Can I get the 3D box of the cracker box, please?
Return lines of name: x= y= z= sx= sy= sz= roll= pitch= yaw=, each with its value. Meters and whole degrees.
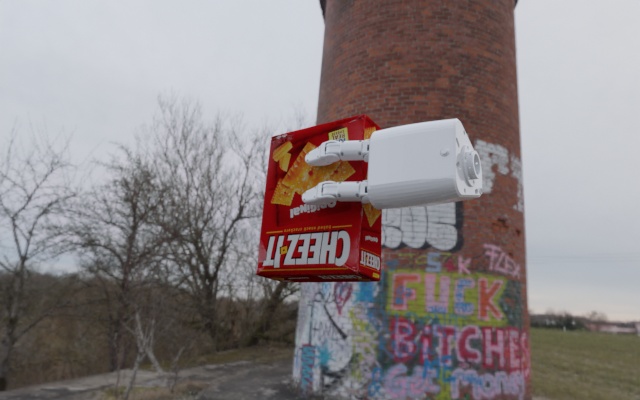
cracker box: x=0.000 y=0.002 z=0.663 sx=0.164 sy=0.213 sz=0.072 roll=-7 pitch=-20 yaw=33
